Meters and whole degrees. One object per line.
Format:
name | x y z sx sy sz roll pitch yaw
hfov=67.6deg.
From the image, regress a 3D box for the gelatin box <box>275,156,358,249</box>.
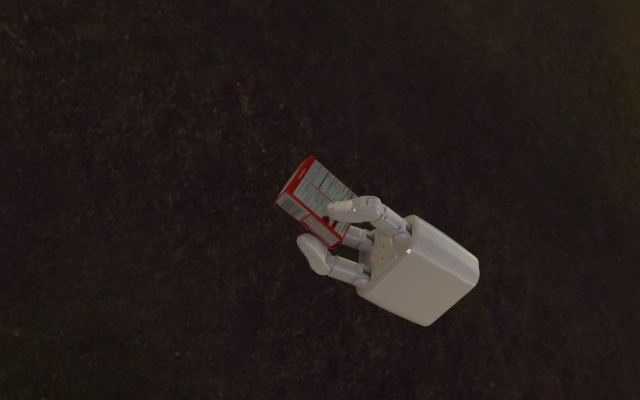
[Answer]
gelatin box | 0.000 0.001 0.561 0.030 0.089 0.073 -38 15 44
